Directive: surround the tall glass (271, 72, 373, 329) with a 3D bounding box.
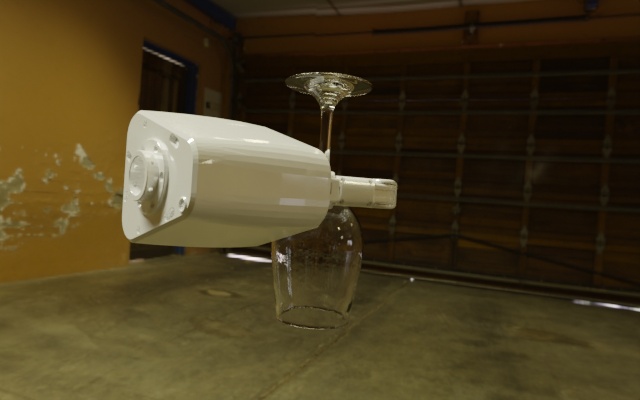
[{"bbox_3d":[0.000,0.001,0.403,0.079,0.201,0.079,4,0,0],"label":"tall glass"}]
